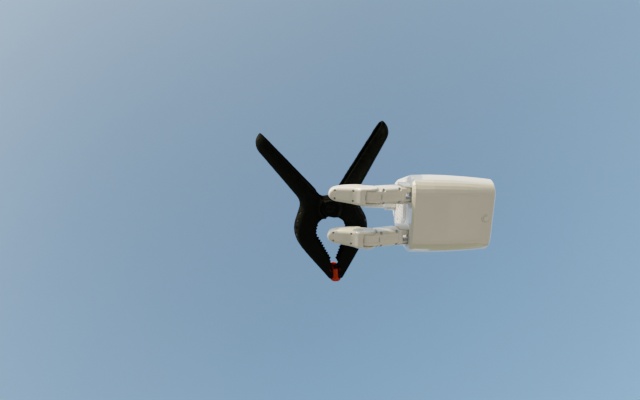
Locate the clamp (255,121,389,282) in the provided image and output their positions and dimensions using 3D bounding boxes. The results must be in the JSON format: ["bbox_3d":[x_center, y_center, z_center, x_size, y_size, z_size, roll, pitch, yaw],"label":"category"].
[{"bbox_3d":[0.000,0.002,0.615,0.164,0.210,0.036,1,15,-2],"label":"clamp"}]
